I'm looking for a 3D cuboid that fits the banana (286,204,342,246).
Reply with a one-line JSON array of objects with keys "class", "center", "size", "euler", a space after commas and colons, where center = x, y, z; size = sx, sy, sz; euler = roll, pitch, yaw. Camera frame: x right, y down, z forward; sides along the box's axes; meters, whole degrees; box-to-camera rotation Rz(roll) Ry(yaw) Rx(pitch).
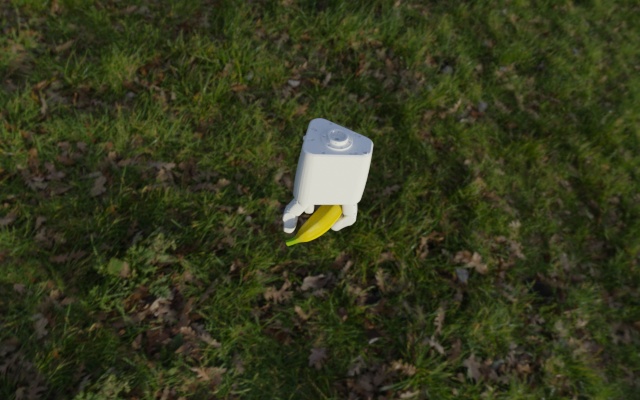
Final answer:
[{"class": "banana", "center": [0.013, 0.007, 0.847], "size": [0.069, 0.037, 0.197], "euler": [9, 44, 36]}]
